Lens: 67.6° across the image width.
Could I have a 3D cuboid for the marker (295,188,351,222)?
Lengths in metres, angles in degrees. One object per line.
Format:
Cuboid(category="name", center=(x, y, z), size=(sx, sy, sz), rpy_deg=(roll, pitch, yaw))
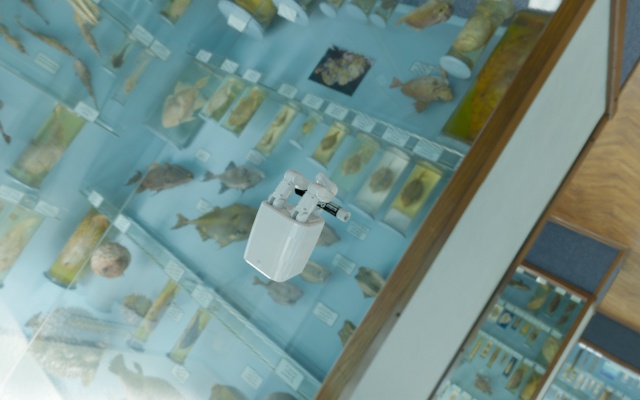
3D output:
Cuboid(category="marker", center=(0.000, 0.003, 0.810), size=(0.121, 0.020, 0.020), rpy_deg=(29, 18, 35))
